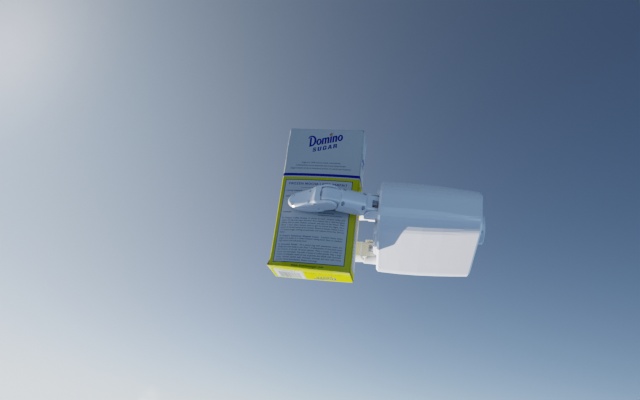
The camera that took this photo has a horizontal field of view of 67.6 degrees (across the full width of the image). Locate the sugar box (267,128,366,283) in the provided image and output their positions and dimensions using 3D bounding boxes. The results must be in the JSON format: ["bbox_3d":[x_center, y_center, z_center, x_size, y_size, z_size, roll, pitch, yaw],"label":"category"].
[{"bbox_3d":[0.000,0.002,0.555,0.093,0.176,0.048,4,-26,11],"label":"sugar box"}]
